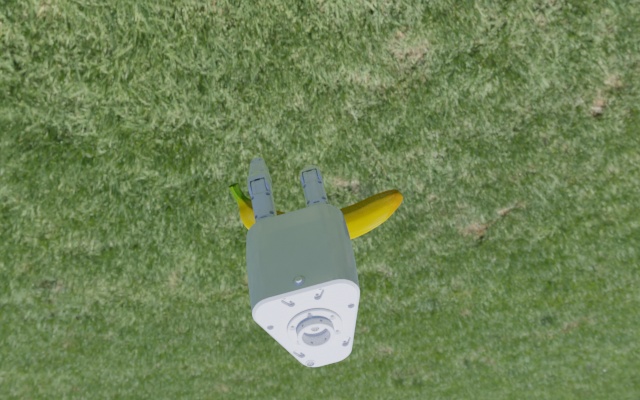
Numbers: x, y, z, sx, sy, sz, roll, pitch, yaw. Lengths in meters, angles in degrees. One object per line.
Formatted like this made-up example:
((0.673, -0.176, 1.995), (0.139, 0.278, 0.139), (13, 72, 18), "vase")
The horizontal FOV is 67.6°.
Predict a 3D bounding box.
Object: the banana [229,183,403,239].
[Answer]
((-0.004, 0.020, 0.540), (0.198, 0.070, 0.037), (2, 15, -7), "banana")
